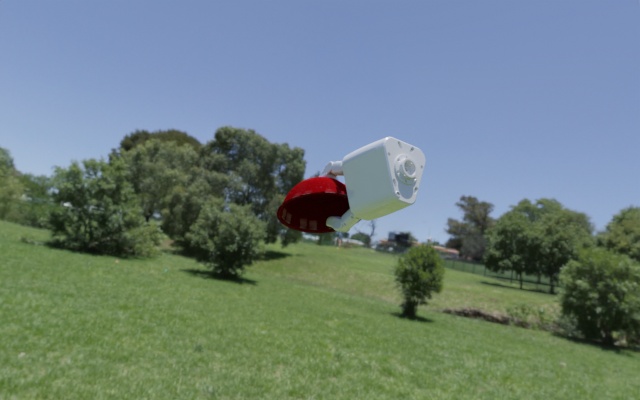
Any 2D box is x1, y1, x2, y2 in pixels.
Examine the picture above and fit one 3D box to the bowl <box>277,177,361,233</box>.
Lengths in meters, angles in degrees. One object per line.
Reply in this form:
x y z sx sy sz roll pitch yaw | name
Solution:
-0.001 0.003 0.882 0.162 0.055 0.162 -2 -29 -1 | bowl
